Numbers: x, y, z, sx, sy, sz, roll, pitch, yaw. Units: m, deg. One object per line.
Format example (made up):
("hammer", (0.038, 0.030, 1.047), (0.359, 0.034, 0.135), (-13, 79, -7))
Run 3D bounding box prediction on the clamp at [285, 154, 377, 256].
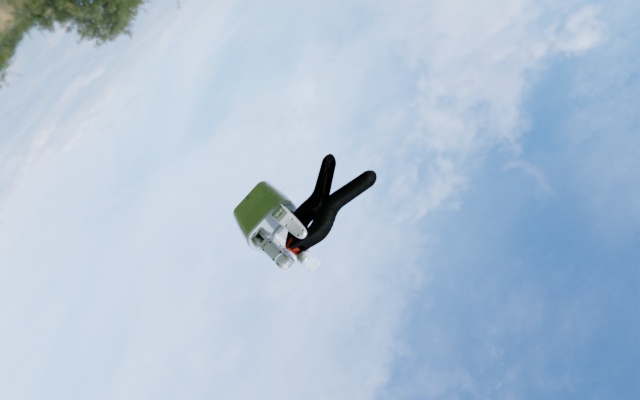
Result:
("clamp", (0.000, 0.003, 0.734), (0.039, 0.171, 0.120), (42, 1, -33))
